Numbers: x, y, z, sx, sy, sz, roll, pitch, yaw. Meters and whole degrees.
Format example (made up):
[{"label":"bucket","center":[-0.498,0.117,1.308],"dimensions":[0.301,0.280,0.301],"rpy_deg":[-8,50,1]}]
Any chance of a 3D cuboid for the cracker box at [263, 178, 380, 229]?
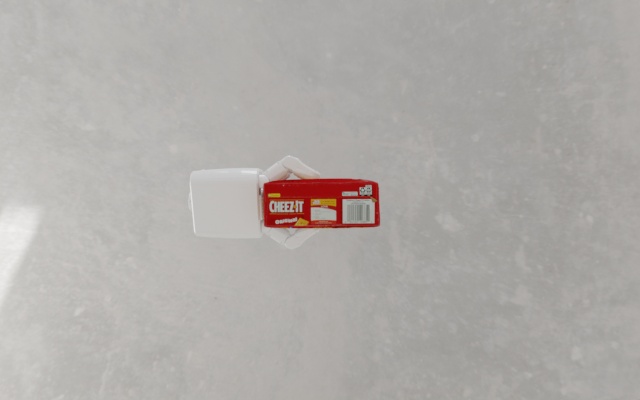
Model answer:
[{"label":"cracker box","center":[0.000,0.003,0.765],"dimensions":[0.164,0.072,0.213],"rpy_deg":[-1,2,-1]}]
